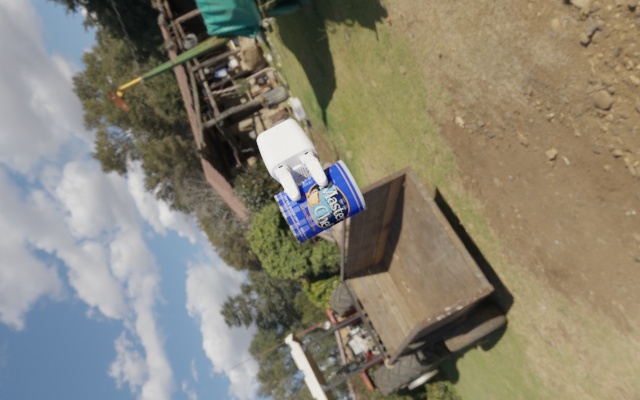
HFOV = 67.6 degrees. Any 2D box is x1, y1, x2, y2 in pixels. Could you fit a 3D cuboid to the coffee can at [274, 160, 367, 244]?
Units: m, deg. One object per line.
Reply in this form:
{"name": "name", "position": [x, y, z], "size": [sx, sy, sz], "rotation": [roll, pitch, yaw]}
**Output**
{"name": "coffee can", "position": [0.000, 0.003, 0.883], "size": [0.140, 0.103, 0.103], "rotation": [-28, 1, -2]}
